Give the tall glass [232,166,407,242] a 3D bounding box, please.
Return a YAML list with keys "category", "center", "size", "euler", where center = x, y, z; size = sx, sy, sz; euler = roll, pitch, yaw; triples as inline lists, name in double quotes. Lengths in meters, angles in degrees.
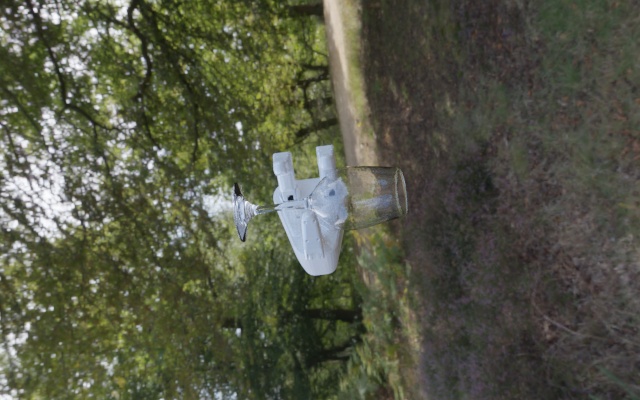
- category: "tall glass"
  center: [-0.001, 0.002, 0.580]
  size: [0.201, 0.079, 0.079]
  euler: [-7, 0, 1]
